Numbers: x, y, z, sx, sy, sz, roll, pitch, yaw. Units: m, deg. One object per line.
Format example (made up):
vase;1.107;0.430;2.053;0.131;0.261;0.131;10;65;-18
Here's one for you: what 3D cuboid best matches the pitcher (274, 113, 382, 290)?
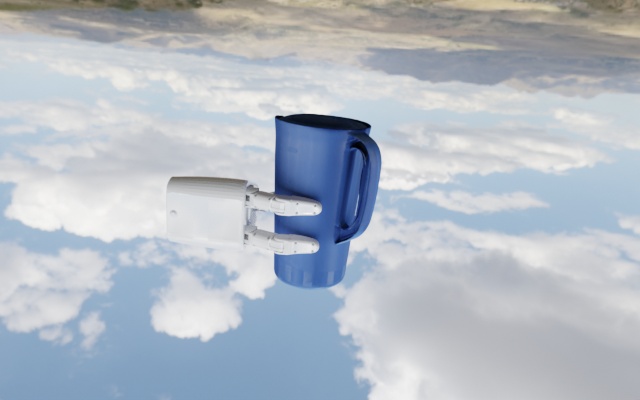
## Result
pitcher;0.000;0.002;0.678;0.145;0.243;0.149;5;17;0
